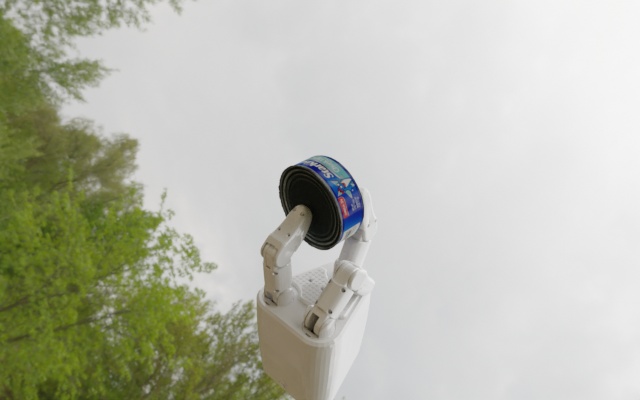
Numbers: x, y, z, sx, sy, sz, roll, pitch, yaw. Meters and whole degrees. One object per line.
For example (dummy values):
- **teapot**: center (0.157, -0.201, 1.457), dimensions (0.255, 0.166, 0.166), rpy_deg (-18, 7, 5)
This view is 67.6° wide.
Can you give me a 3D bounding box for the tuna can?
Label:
- **tuna can**: center (0.000, 0.001, 0.451), dimensions (0.033, 0.086, 0.086), rpy_deg (-28, 17, -35)
